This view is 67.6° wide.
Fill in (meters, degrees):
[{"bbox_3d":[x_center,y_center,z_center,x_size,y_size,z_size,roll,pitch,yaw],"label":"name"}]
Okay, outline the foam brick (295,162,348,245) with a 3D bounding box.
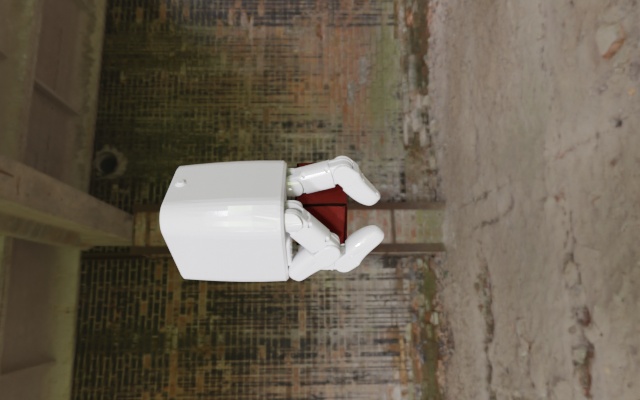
[{"bbox_3d":[0.000,0.002,0.494,0.051,0.053,0.078,-1,35,0],"label":"foam brick"}]
